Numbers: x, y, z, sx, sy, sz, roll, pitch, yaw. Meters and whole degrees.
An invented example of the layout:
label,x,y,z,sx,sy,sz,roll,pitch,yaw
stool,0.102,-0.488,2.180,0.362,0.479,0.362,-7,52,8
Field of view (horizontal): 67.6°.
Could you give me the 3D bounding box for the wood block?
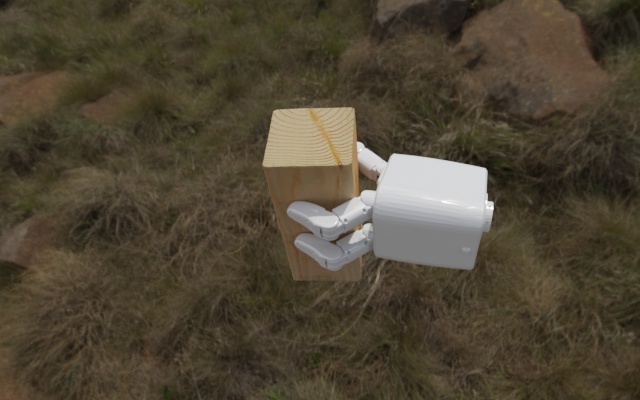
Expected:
label,x,y,z,sx,sy,sz,roll,pitch,yaw
wood block,0.000,0.002,0.560,0.090,0.090,0.206,-1,-42,7
